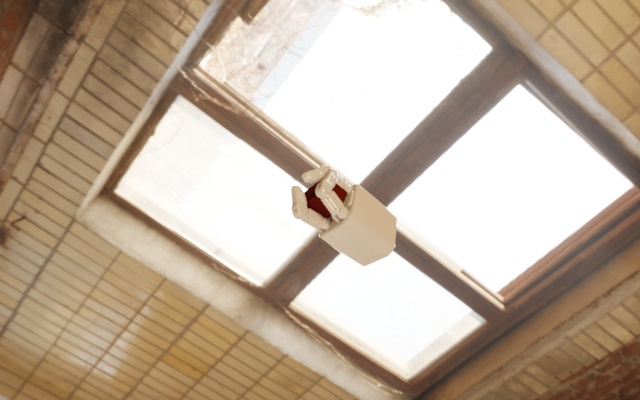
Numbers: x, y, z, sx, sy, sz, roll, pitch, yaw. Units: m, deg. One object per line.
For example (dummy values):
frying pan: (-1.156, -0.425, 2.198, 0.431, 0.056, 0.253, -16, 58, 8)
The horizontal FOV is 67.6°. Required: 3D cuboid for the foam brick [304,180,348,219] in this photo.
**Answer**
foam brick: (0.000, 0.003, 0.859, 0.051, 0.053, 0.078, 37, -38, -15)
